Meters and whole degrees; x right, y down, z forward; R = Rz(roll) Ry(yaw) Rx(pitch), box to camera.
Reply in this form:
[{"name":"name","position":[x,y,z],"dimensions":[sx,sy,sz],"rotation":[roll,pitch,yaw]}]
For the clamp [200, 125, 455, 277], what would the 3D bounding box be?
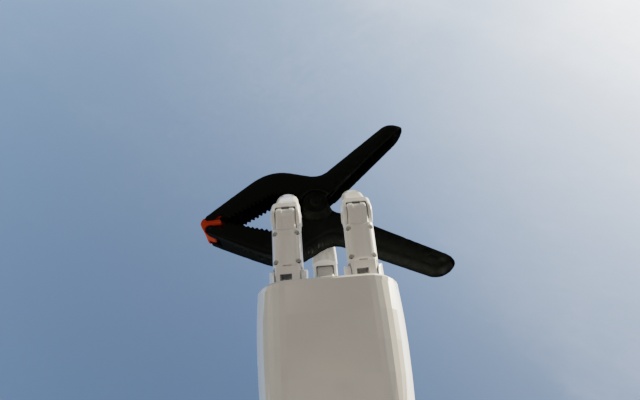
[{"name":"clamp","position":[0.000,0.002,0.435],"dimensions":[0.210,0.164,0.036],"rotation":[-5,-36,0]}]
